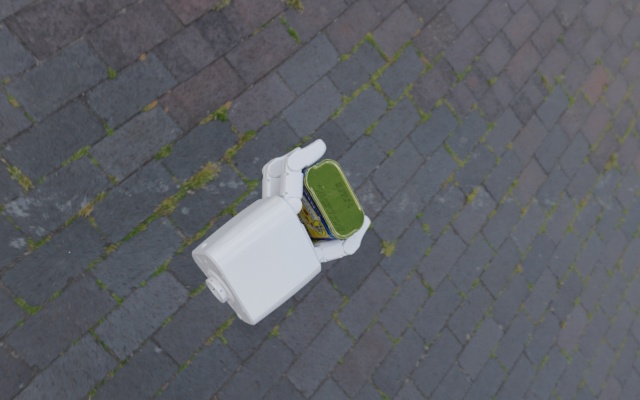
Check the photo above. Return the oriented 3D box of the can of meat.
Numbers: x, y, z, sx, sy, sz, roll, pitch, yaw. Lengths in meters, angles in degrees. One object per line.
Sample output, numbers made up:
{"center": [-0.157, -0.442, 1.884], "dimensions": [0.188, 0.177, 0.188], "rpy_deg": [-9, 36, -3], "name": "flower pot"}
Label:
{"center": [0.000, 0.002, 0.599], "dimensions": [0.057, 0.102, 0.084], "rpy_deg": [-34, 10, -26], "name": "can of meat"}
